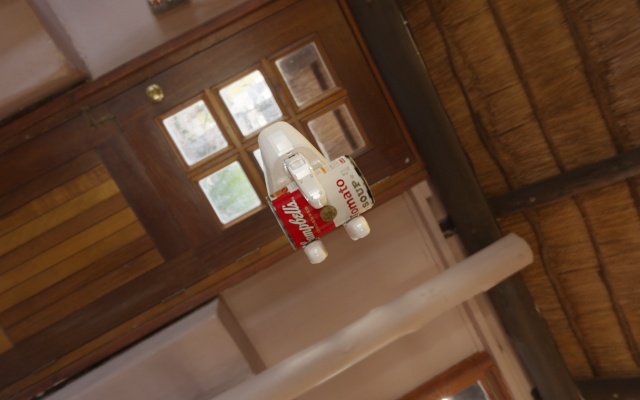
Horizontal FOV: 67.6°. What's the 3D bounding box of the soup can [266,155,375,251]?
[{"bbox_3d":[0.000,0.002,0.531,0.102,0.068,0.068,-29,2,-3],"label":"soup can"}]
